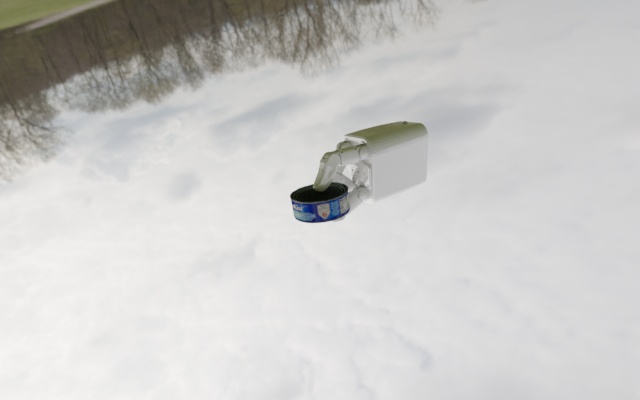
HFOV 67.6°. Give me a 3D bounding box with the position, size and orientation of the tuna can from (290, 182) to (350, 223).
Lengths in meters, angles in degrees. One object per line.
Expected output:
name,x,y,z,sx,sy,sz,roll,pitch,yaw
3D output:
tuna can,0.000,0.003,0.696,0.086,0.034,0.086,-8,19,3
